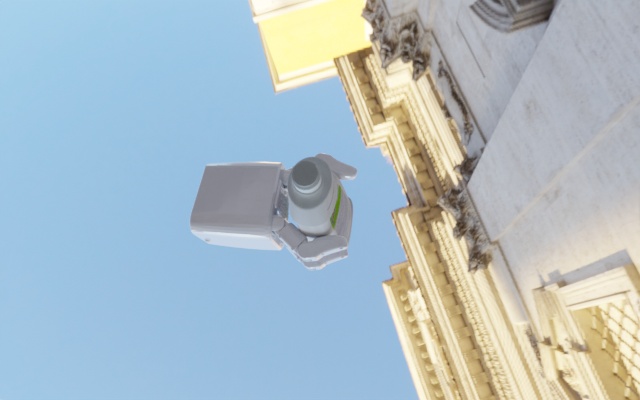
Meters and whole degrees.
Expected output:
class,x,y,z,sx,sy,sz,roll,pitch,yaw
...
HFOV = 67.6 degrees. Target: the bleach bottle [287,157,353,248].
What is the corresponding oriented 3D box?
class,x,y,z,sx,sy,sz,roll,pitch,yaw
bleach bottle,0.000,0.002,0.615,0.068,0.102,0.251,3,-17,8
